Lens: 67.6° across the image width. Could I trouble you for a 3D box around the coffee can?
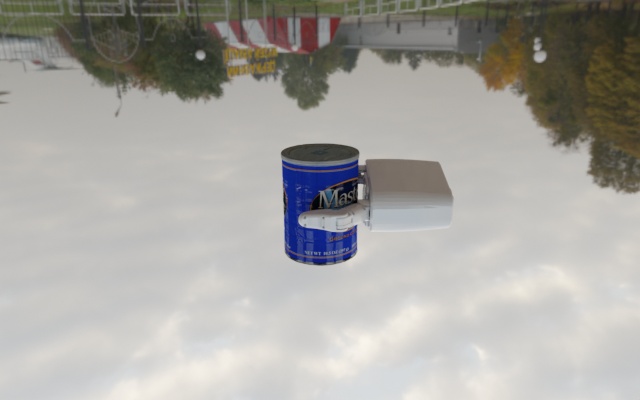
[{"bbox_3d":[0.000,0.002,0.642,0.103,0.140,0.102,0,19,0],"label":"coffee can"}]
